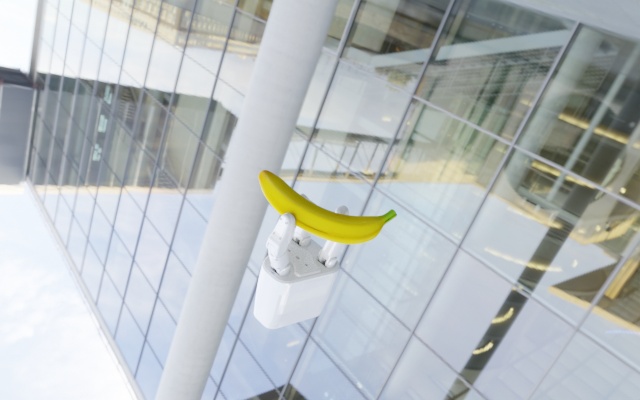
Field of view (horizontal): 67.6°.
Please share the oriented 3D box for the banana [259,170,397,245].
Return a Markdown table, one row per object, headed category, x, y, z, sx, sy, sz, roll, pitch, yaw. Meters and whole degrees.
| category | x | y | z | sx | sy | sz | roll | pitch | yaw |
| --- | --- | --- | --- | --- | --- | --- | --- | --- | --- |
| banana | -0.003 | 0.015 | 0.635 | 0.198 | 0.037 | 0.069 | 19 | 46 | 10 |
